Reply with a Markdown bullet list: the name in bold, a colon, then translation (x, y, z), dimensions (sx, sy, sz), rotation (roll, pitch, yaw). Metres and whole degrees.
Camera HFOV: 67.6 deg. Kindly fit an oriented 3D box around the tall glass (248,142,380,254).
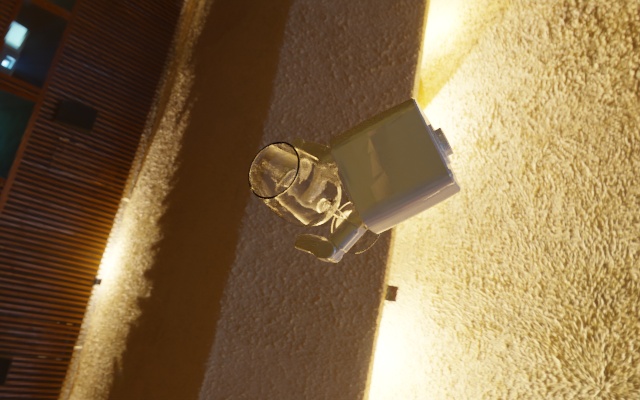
- **tall glass**: translation (0.000, 0.002, 0.554), dimensions (0.079, 0.079, 0.201), rotation (0, -19, 30)
